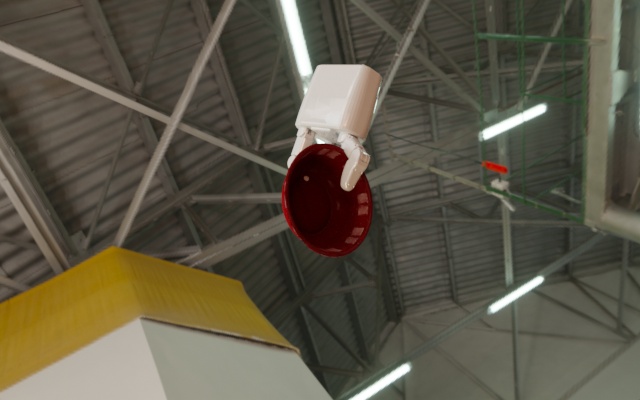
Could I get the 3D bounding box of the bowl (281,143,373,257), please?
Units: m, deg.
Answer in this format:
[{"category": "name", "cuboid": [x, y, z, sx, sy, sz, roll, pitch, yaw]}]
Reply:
[{"category": "bowl", "cuboid": [-0.001, 0.003, 0.684, 0.162, 0.162, 0.055, 0, -9, -40]}]
